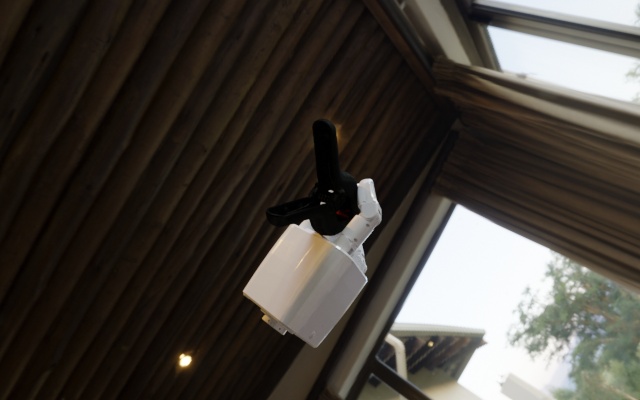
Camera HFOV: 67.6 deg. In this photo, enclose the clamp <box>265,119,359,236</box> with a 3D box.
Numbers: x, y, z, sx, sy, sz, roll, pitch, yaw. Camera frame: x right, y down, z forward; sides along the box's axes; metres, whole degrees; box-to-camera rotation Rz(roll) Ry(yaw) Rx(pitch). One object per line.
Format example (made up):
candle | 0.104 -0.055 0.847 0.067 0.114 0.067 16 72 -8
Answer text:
clamp | 0.000 0.001 0.536 0.039 0.120 0.172 29 -16 33
